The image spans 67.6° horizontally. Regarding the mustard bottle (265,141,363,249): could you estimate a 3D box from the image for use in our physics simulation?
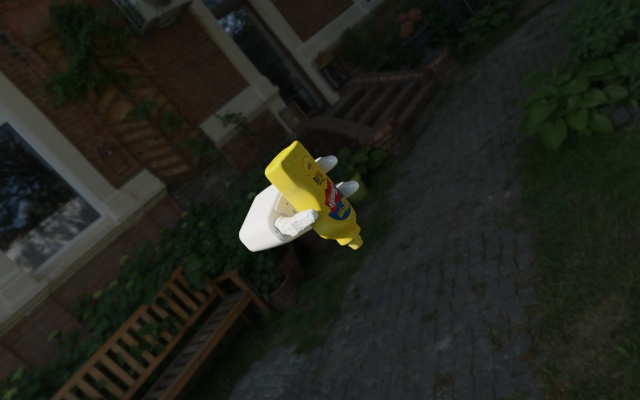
[{"bbox_3d":[0.000,0.002,0.746,0.058,0.192,0.096,-34,15,27],"label":"mustard bottle"}]
